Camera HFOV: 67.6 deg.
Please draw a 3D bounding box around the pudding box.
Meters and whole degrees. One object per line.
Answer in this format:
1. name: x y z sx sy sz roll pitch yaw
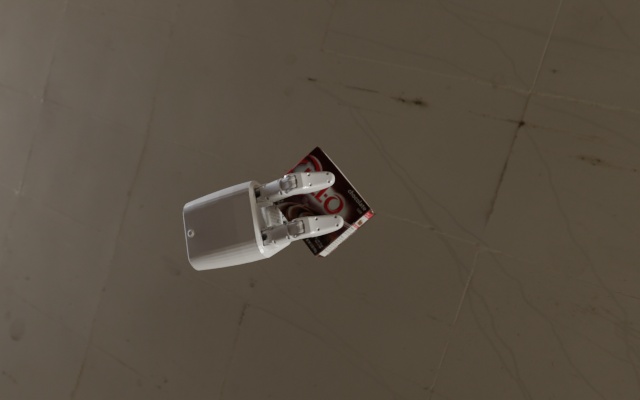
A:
1. pudding box: 0.000 0.002 0.602 0.090 0.113 0.039 -42 -19 7
